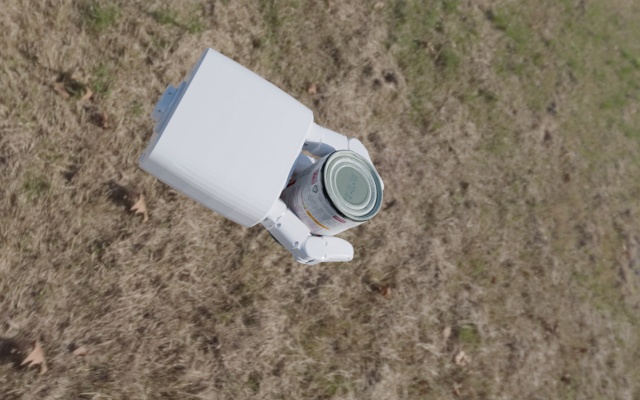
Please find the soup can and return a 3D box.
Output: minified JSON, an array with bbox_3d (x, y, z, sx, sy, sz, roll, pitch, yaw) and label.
[{"bbox_3d":[0.001,0.002,0.445,0.068,0.068,0.102,0,-18,-37],"label":"soup can"}]
